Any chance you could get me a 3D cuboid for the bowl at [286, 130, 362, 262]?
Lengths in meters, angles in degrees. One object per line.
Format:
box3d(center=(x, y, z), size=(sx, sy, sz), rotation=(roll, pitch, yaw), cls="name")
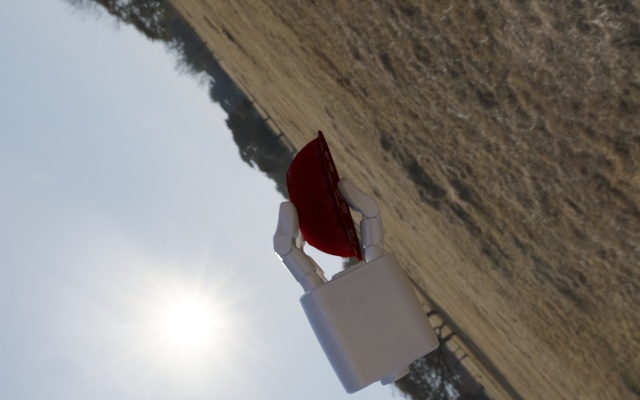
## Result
box3d(center=(-0.001, 0.001, 0.564), size=(0.055, 0.162, 0.162), rotation=(-17, -2, 6), cls="bowl")
